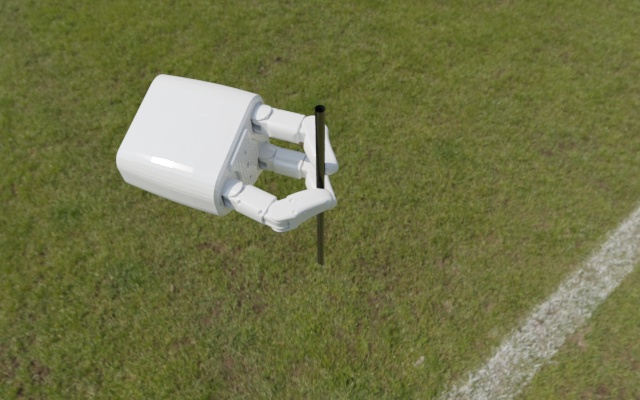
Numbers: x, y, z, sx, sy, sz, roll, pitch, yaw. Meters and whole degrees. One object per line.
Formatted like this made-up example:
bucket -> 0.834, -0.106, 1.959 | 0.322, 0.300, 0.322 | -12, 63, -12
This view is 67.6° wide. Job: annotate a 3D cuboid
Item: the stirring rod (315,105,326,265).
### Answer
stirring rod -> 0.000, 0.002, 0.447 | 0.011, 0.011, 0.240 | 0, -35, 0
